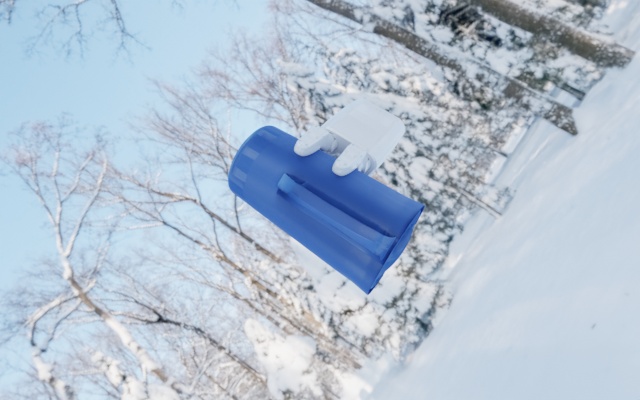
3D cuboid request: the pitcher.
[{"bbox_3d":[0.000,0.002,0.616,0.243,0.149,0.145,32,49,13],"label":"pitcher"}]
